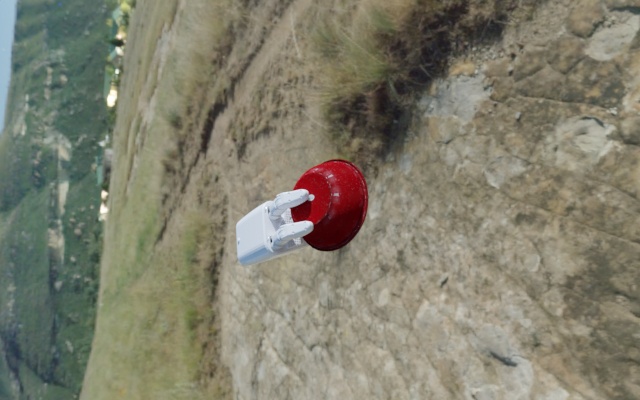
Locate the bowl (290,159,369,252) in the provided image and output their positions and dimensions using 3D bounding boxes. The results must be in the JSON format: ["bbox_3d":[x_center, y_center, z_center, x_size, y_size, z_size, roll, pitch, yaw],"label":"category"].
[{"bbox_3d":[0.001,0.002,0.799,0.162,0.162,0.055,0,-11,41],"label":"bowl"}]
